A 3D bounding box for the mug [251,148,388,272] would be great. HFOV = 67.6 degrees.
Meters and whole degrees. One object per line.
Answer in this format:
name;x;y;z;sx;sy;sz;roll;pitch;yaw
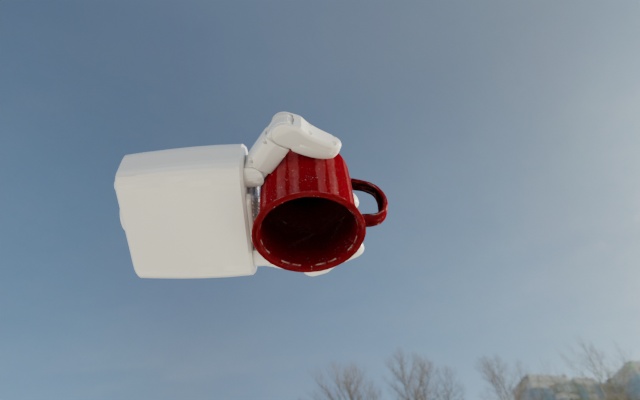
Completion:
mug;0.001;0.001;0.418;0.117;0.093;0.081;-3;42;-2
